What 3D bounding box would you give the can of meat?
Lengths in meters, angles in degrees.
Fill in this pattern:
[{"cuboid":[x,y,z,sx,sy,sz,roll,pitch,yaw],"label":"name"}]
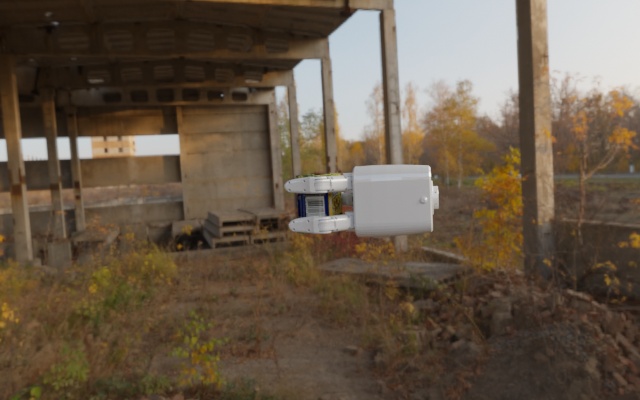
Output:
[{"cuboid":[0.000,0.002,0.711,0.057,0.084,0.102,-2,3,15],"label":"can of meat"}]
